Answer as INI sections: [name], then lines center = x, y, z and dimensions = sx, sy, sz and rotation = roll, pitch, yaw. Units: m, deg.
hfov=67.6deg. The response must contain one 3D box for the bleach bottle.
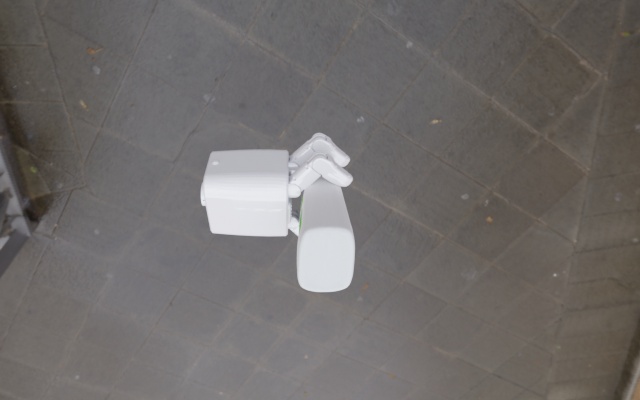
[bleach bottle]
center = 0.000, 0.002, 0.656
dimensions = 0.068, 0.103, 0.250
rotation = 0, 33, -4
